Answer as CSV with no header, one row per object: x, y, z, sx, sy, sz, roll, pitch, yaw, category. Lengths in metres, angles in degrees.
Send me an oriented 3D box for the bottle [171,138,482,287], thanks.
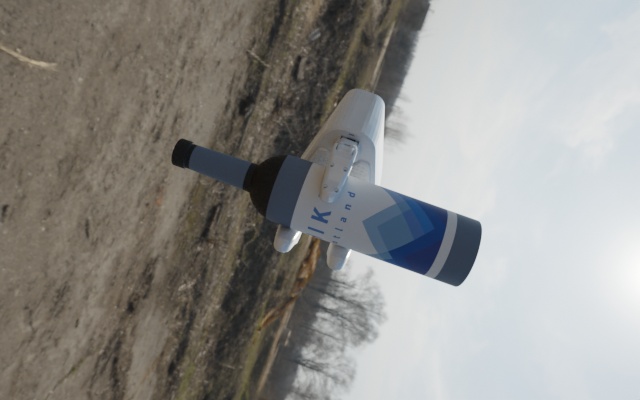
0.000,0.002,0.457,0.296,0.069,0.069,19,1,2,bottle
